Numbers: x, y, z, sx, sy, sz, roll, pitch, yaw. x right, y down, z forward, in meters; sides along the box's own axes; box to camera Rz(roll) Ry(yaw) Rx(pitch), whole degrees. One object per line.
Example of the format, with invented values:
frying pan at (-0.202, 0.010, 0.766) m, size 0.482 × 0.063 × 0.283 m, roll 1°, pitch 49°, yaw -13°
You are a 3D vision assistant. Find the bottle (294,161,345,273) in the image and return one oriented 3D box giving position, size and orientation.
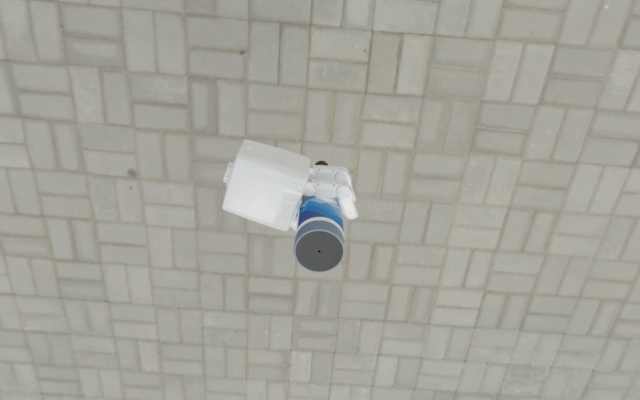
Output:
bottle at (0.000, 0.003, 0.748) m, size 0.069 × 0.069 × 0.295 m, roll 0°, pitch 26°, yaw 1°
